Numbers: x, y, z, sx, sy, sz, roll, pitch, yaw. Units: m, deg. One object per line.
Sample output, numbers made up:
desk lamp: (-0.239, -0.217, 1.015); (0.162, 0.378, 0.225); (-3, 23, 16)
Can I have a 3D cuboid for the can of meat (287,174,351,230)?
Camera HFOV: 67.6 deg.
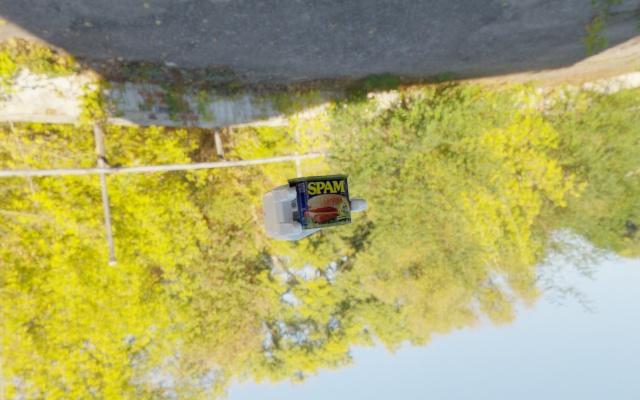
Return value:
can of meat: (0.000, 0.003, 0.786); (0.102, 0.084, 0.057); (-5, -2, -30)
